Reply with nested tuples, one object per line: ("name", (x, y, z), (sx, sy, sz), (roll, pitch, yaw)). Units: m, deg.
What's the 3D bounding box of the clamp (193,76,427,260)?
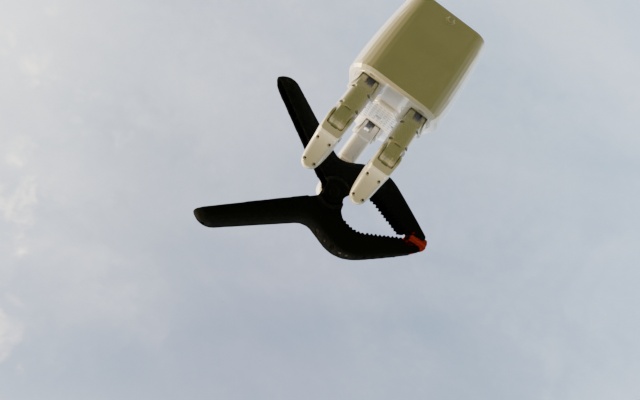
("clamp", (0.000, 0.002, 0.451), (0.210, 0.164, 0.036), (37, -15, -2))
